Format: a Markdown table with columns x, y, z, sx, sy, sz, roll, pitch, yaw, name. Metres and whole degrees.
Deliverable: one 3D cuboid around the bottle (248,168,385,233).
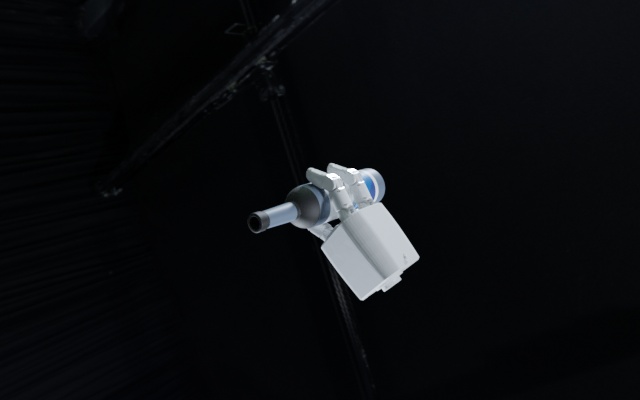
| x | y | z | sx | sy | sz | roll | pitch | yaw | name |
| --- | --- | --- | --- | --- | --- | --- | --- | --- | --- |
| 0.000 | 0.002 | 0.754 | 0.069 | 0.069 | 0.295 | 0 | 11 | 38 | bottle |
